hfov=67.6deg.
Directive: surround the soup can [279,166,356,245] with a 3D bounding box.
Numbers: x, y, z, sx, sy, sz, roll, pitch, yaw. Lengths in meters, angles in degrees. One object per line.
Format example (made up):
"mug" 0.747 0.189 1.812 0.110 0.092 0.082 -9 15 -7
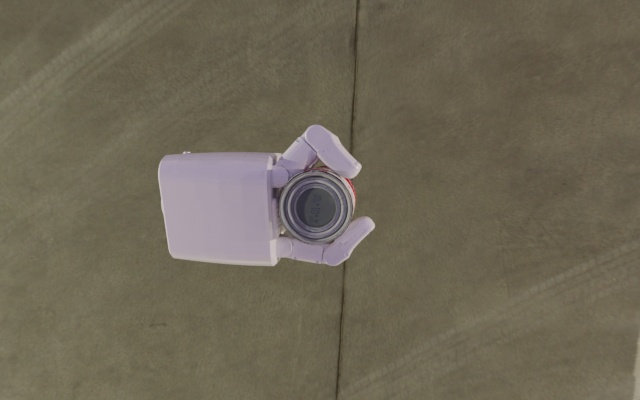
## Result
"soup can" 0.001 0.002 0.464 0.068 0.068 0.102 0 6 5
